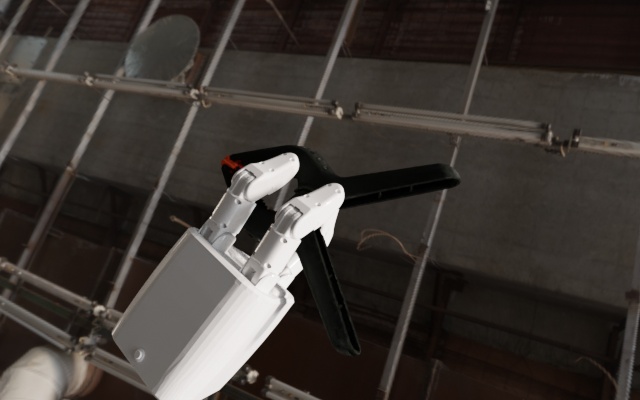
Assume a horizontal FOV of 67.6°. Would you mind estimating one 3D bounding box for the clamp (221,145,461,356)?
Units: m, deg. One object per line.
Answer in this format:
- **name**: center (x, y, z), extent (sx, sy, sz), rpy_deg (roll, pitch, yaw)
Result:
- **clamp**: center (0.000, 0.002, 0.408), extent (0.210, 0.164, 0.036), rpy_deg (36, -4, 30)
